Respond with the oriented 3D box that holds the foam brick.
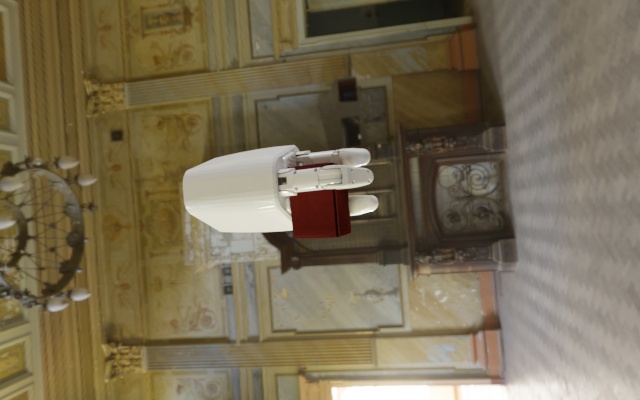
[{"bbox_3d":[0.000,0.002,0.517,0.051,0.078,0.053,-6,-4,18],"label":"foam brick"}]
